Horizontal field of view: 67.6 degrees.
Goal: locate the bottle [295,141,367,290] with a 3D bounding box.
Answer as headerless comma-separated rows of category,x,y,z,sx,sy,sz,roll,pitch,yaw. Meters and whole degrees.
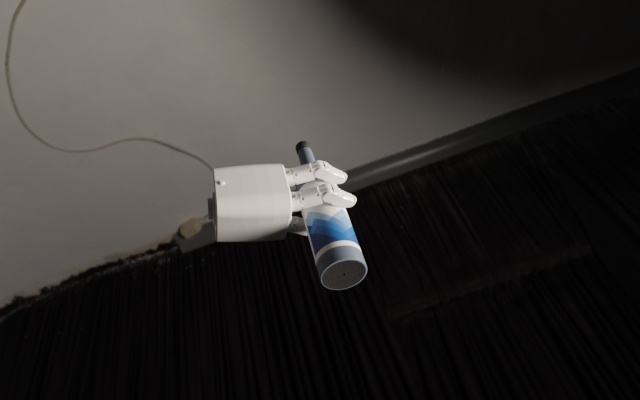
bottle,0.000,0.003,0.751,0.069,0.069,0.295,0,42,-17
